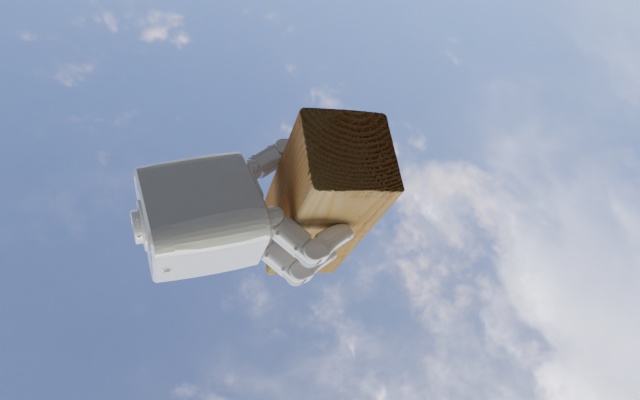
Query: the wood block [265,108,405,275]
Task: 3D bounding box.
[{"bbox_3d":[0.000,0.001,0.516,0.090,0.090,0.206,0,-28,-19],"label":"wood block"}]
